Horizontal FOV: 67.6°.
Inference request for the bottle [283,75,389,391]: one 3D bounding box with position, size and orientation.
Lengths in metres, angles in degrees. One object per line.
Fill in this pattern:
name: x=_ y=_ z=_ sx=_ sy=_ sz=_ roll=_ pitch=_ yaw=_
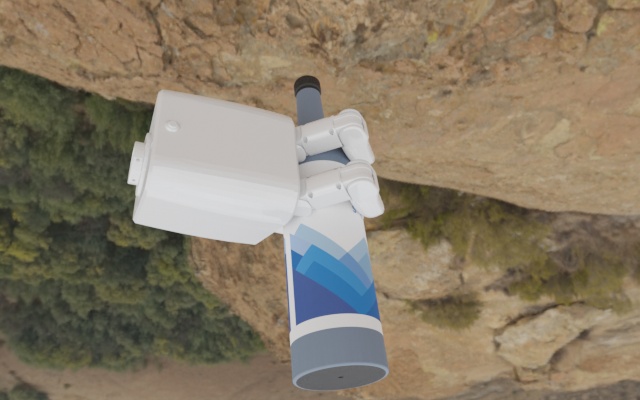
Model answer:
bottle: x=0.000 y=0.002 z=0.409 sx=0.069 sy=0.295 sz=0.069 roll=-5 pitch=-35 yaw=-3
